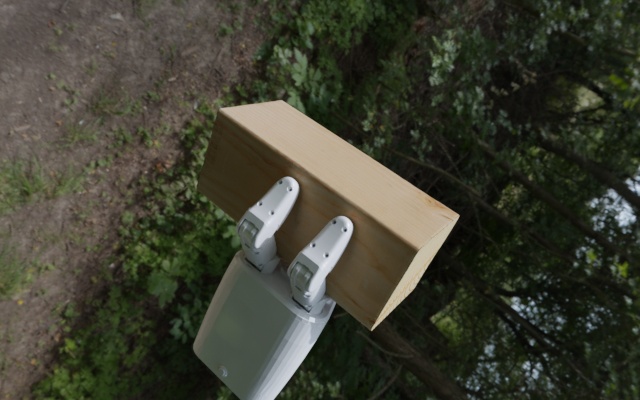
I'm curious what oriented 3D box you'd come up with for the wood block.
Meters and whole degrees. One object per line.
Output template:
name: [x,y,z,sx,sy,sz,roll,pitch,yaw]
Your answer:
wood block: [0.000,0.002,0.423,0.206,0.090,0.091,36,31,21]
